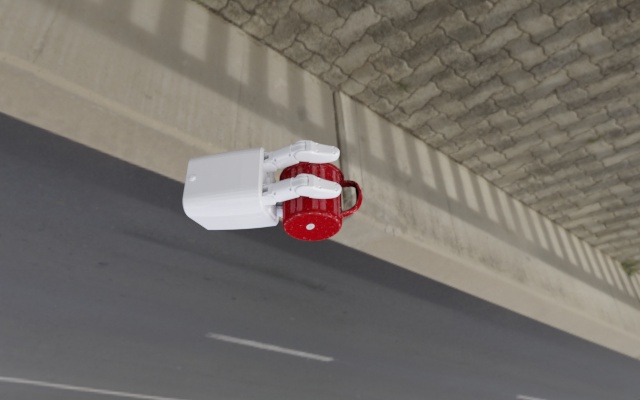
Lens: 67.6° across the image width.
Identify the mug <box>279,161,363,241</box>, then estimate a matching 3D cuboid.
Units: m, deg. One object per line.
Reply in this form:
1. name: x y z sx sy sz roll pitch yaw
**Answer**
1. mug: 0.002 0.002 0.661 0.117 0.081 0.093 -6 -33 7
